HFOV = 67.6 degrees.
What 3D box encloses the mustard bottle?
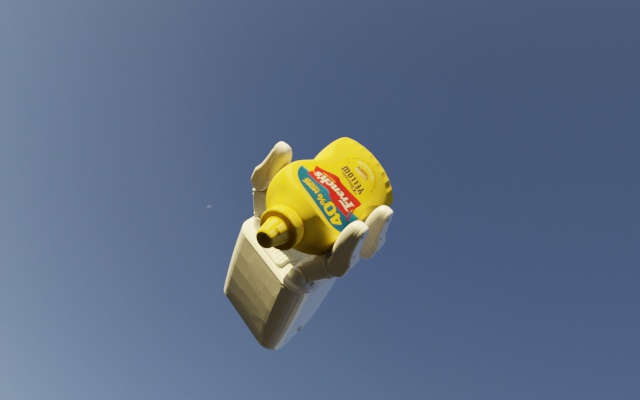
[{"bbox_3d":[0.000,0.001,0.482,0.058,0.096,0.191,-36,-2,38],"label":"mustard bottle"}]
